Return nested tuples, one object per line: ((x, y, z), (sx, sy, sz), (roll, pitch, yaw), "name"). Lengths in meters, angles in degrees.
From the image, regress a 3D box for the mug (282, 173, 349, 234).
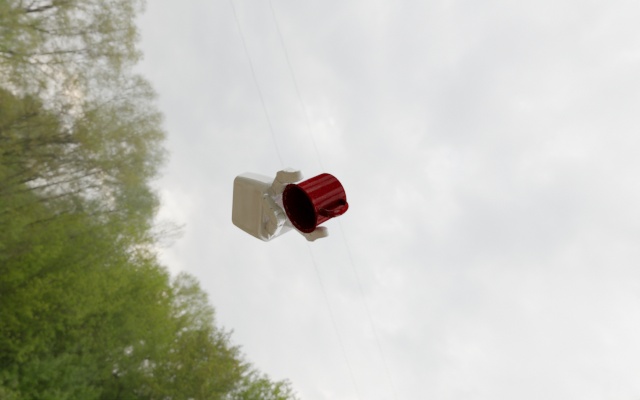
((0.001, 0.003, 0.835), (0.081, 0.093, 0.117), (-26, 28, -35), "mug")
